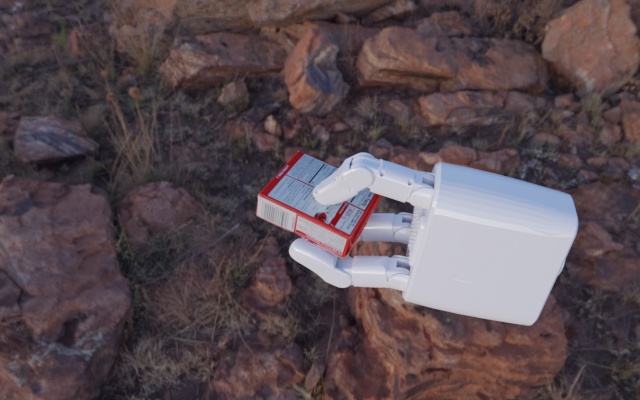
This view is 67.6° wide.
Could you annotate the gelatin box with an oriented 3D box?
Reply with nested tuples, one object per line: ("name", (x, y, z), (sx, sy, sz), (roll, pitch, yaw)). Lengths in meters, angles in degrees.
("gelatin box", (0.000, 0.001, 0.418), (0.089, 0.030, 0.073), (25, 45, 12))
